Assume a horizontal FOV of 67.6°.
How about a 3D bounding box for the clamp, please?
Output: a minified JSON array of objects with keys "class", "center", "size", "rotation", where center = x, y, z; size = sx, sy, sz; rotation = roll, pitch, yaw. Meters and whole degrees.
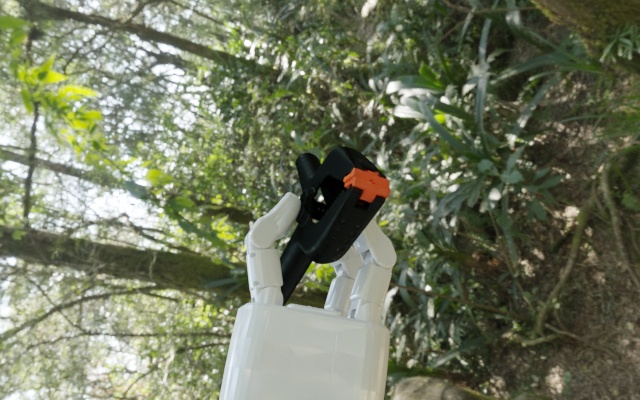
[{"class":"clamp","center":[-0.001,0.001,0.410],"size":[0.036,0.164,0.210],"rotation":[17,-24,-16]}]
